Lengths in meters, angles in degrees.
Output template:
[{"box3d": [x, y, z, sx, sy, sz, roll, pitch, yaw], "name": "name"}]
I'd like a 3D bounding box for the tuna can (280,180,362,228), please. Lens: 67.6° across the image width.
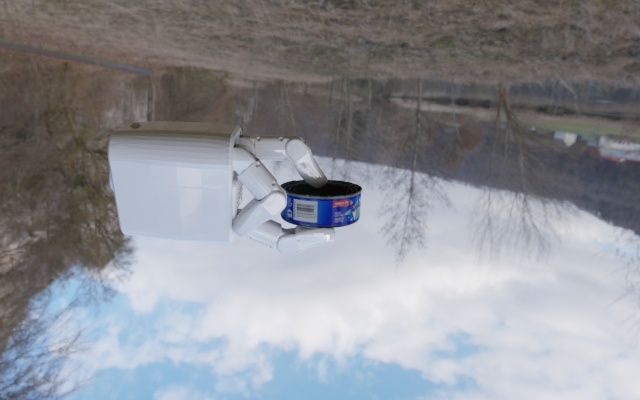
[{"box3d": [0.000, 0.002, 0.501, 0.086, 0.034, 0.086, 1, 14, 0], "name": "tuna can"}]
